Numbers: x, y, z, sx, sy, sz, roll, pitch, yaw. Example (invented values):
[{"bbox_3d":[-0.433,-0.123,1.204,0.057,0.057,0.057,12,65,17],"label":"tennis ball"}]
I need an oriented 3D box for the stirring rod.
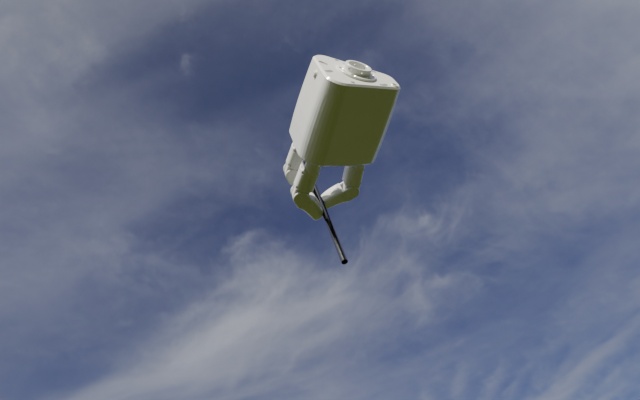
[{"bbox_3d":[0.000,0.002,0.653,0.011,0.011,0.239,0,36,-17],"label":"stirring rod"}]
